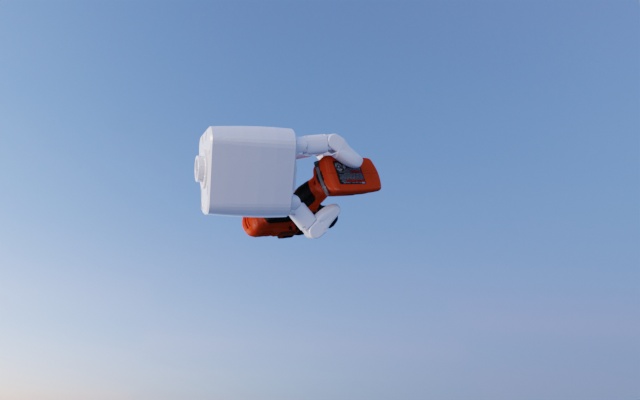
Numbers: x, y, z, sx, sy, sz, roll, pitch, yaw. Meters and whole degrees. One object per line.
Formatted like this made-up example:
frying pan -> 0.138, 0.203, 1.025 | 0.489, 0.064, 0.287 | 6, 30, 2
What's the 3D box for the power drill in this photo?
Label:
power drill -> 0.000, 0.002, 0.717 | 0.184, 0.057, 0.188 | -4, -24, -44
